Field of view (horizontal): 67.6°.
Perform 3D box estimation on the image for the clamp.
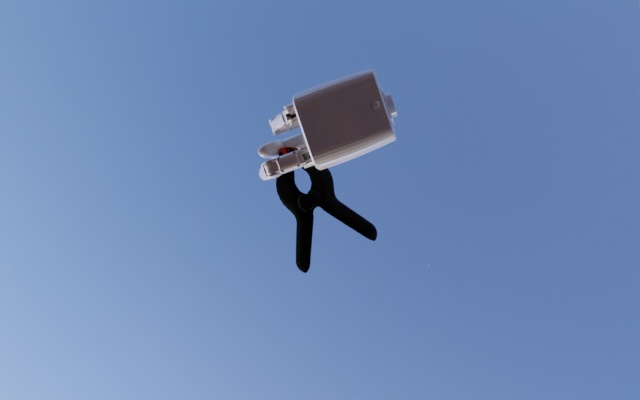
[{"bbox_3d":[0.000,0.002,0.639,0.120,0.171,0.039,-18,2,12],"label":"clamp"}]
